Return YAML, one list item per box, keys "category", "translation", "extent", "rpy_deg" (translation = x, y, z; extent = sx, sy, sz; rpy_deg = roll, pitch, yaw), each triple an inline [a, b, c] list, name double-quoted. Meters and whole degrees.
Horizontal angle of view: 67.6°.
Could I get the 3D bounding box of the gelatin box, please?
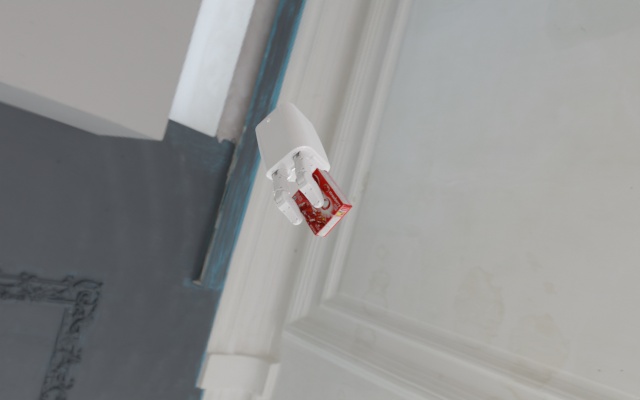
- category: "gelatin box"
  translation: [0.001, 0.003, 0.779]
  extent: [0.073, 0.089, 0.030]
  rpy_deg: [-48, -33, 22]
